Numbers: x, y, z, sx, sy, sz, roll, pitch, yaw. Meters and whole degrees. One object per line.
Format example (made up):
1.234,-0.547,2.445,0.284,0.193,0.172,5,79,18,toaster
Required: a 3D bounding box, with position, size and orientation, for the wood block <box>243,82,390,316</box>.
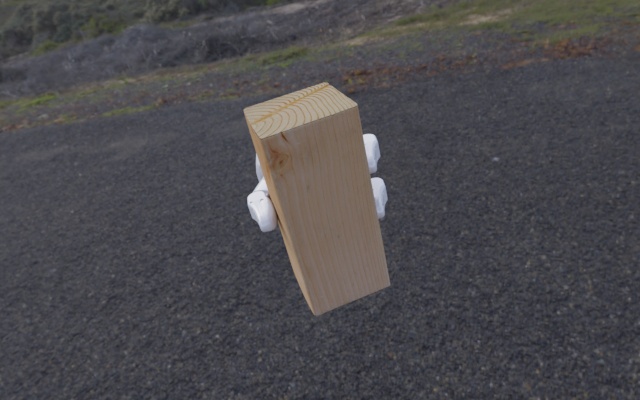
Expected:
0.000,0.001,0.484,0.091,0.206,0.090,-20,31,-9,wood block
